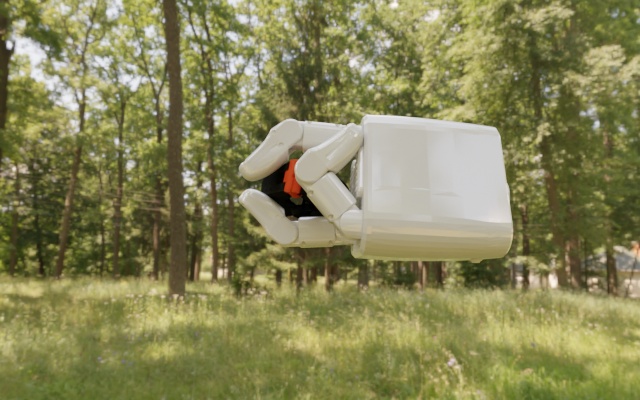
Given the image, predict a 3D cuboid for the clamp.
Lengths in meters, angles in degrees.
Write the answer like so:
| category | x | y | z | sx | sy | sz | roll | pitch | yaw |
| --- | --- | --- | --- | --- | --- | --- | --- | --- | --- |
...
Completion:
| category | x | y | z | sx | sy | sz | roll | pitch | yaw |
| --- | --- | --- | --- | --- | --- | --- | --- | --- | --- |
| clamp | 0.000 | 0.001 | 0.447 | 0.120 | 0.039 | 0.171 | 4 | -9 | -1 |
